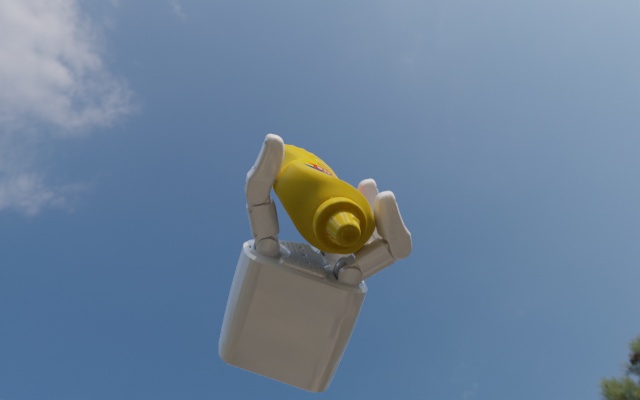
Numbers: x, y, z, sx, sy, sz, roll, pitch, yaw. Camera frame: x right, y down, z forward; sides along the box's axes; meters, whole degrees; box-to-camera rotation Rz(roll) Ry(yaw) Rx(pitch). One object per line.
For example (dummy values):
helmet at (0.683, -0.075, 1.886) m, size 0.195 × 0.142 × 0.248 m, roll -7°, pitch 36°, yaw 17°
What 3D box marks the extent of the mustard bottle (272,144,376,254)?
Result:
mustard bottle at (0.000, 0.001, 0.429) m, size 0.096 × 0.058 × 0.191 m, roll 40°, pitch 4°, yaw -19°
